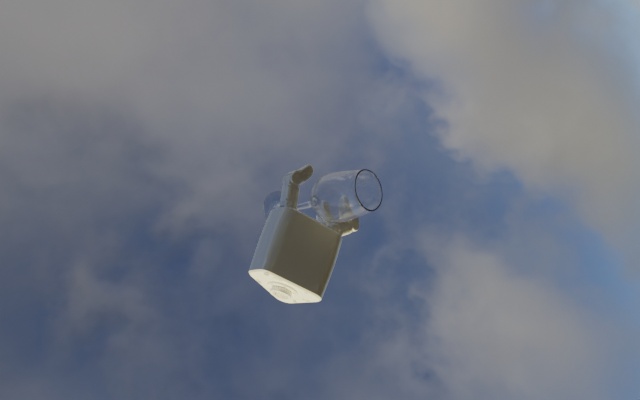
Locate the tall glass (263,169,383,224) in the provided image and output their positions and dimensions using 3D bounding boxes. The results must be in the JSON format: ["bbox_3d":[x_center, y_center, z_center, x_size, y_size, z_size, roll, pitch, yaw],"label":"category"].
[{"bbox_3d":[0.000,0.002,0.750,0.079,0.079,0.201,0,-10,-45],"label":"tall glass"}]
